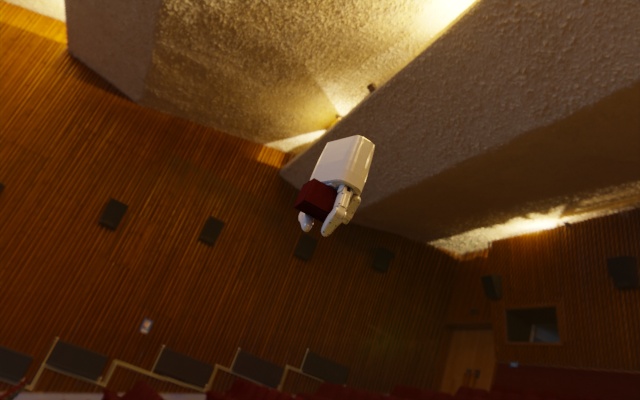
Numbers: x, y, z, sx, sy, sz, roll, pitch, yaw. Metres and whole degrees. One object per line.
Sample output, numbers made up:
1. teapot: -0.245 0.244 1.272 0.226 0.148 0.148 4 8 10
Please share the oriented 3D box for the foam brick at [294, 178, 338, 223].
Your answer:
1. foam brick: 0.000 0.003 0.885 0.078 0.051 0.053 28 -23 -18
